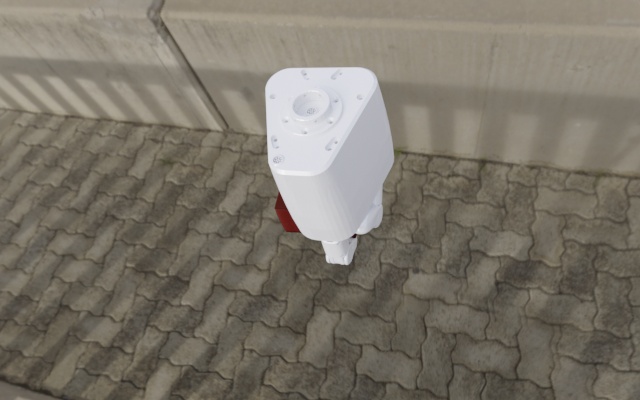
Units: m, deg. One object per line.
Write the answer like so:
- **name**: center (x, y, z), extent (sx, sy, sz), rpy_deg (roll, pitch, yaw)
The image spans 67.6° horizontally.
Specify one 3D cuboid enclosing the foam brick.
- **foam brick**: center (0.000, 0.002, 0.486), extent (0.078, 0.053, 0.051), rpy_deg (4, -29, 17)
